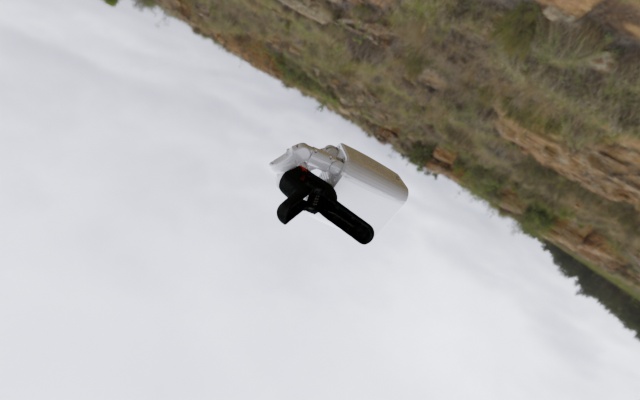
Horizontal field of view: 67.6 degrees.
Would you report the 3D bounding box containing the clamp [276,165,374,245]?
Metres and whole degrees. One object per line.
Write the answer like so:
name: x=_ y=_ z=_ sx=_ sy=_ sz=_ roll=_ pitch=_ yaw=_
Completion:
clamp: x=0.000 y=0.002 z=0.602 sx=0.120 sy=0.039 sz=0.171 roll=25 pitch=19 yaw=-16
